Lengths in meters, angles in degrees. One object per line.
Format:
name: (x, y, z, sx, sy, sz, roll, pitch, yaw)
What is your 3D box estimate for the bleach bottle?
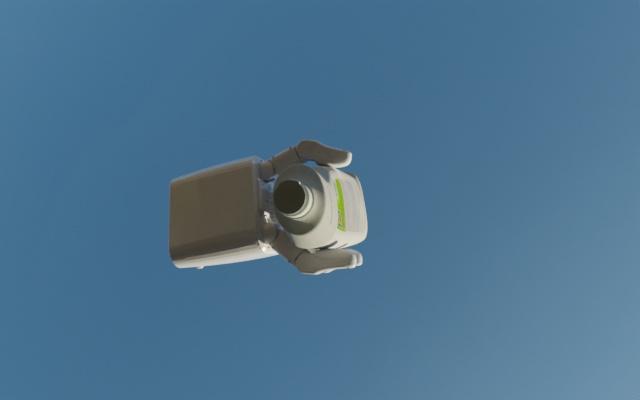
bleach bottle: (0.000, 0.002, 0.513, 0.068, 0.102, 0.251, -13, -8, 11)
